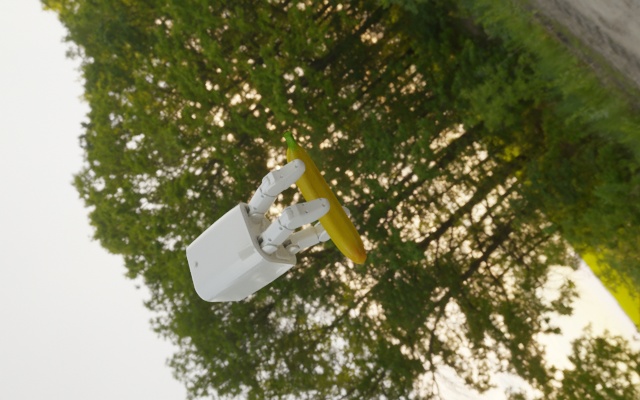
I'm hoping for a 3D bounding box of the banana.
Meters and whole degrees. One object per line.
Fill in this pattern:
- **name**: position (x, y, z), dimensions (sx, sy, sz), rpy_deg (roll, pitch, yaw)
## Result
- **banana**: position (0.002, 0.002, 0.633), dimensions (0.037, 0.197, 0.069), rpy_deg (-34, -13, 5)
